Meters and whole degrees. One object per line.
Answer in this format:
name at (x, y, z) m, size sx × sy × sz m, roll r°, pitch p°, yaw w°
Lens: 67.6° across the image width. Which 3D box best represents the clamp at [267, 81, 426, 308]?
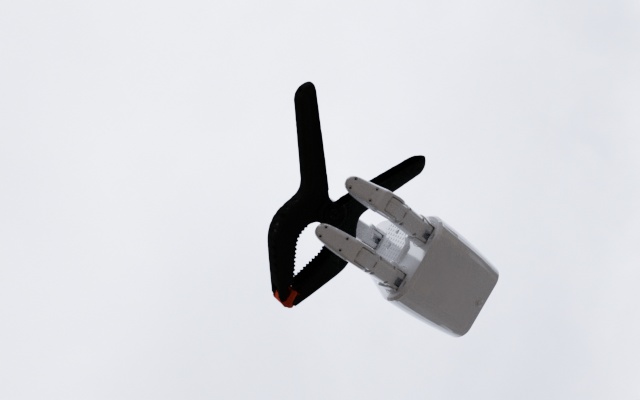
clamp at (0.000, 0.002, 0.473) m, size 0.164 × 0.210 × 0.036 m, roll 35°, pitch -7°, yaw -26°
